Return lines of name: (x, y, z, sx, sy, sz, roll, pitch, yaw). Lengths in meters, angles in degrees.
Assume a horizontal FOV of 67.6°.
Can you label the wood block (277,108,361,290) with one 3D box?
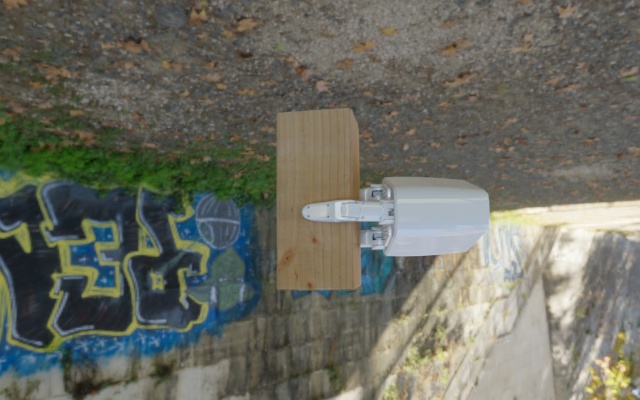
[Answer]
wood block: (0.000, 0.002, 0.582, 0.090, 0.206, 0.091, -2, -6, 10)
